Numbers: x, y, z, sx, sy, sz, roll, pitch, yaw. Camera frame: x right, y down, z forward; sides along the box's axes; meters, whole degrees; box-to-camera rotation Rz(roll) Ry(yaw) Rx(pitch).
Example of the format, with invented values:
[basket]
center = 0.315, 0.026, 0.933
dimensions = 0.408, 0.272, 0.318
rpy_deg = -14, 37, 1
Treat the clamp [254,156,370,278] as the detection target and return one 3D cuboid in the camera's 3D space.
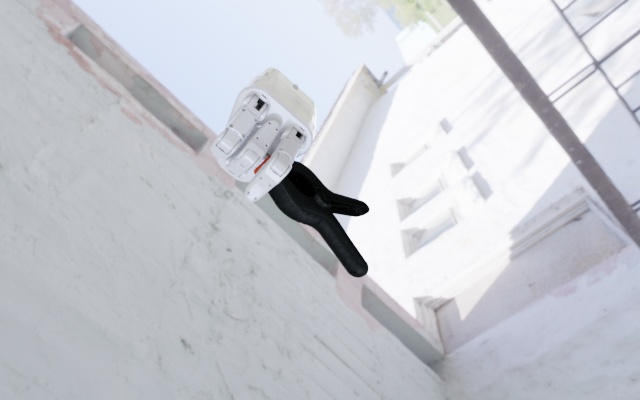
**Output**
[clamp]
center = 0.000, 0.002, 0.564
dimensions = 0.039, 0.171, 0.120
rpy_deg = -37, 18, 25
